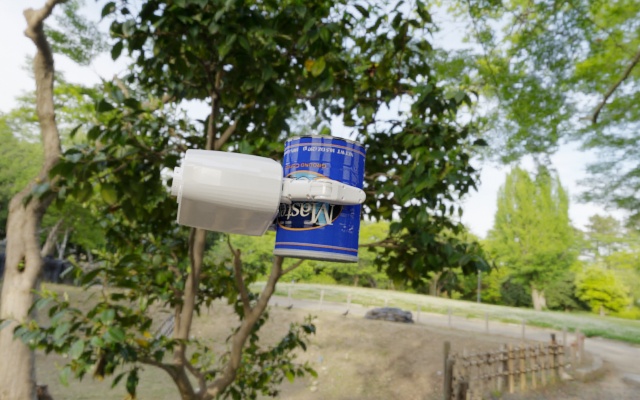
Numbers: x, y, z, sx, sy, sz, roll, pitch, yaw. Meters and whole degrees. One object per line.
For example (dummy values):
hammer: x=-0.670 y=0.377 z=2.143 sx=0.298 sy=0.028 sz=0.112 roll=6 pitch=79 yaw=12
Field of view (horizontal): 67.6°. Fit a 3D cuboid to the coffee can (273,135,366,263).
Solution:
coffee can: x=0.000 y=0.002 z=0.583 sx=0.103 sy=0.140 sz=0.103 roll=5 pitch=-9 yaw=1
